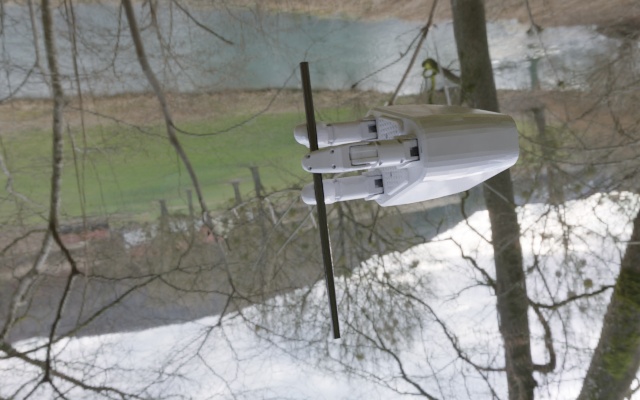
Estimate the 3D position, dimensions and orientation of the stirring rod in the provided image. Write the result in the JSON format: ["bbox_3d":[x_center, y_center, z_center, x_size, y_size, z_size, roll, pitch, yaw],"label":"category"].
[{"bbox_3d":[0.000,0.001,0.415,0.011,0.239,0.011,-7,3,0],"label":"stirring rod"}]
